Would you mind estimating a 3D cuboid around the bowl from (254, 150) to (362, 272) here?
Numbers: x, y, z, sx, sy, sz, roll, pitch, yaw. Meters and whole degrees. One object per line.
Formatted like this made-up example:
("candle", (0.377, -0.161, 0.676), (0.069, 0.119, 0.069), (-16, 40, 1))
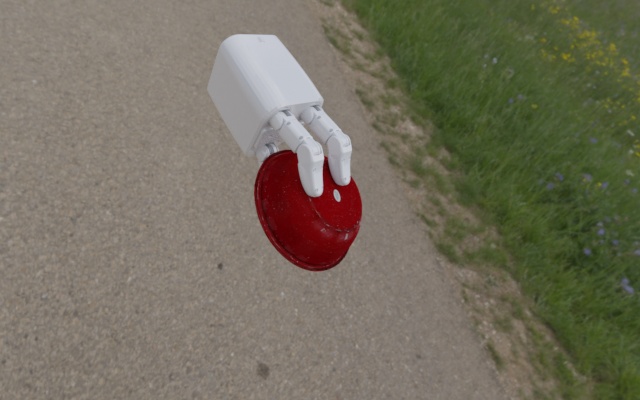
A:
("bowl", (0.001, 0.003, 0.582), (0.162, 0.162, 0.055), (0, -19, -46))
